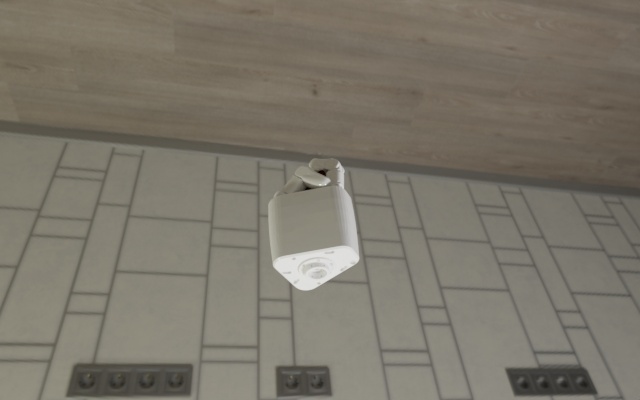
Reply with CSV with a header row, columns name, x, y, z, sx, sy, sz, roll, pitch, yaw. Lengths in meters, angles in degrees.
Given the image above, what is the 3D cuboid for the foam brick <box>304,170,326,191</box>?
name,x,y,z,sx,sy,sz,roll,pitch,yaw
foam brick,0.000,0.002,0.729,0.053,0.051,0.078,-23,-44,16
